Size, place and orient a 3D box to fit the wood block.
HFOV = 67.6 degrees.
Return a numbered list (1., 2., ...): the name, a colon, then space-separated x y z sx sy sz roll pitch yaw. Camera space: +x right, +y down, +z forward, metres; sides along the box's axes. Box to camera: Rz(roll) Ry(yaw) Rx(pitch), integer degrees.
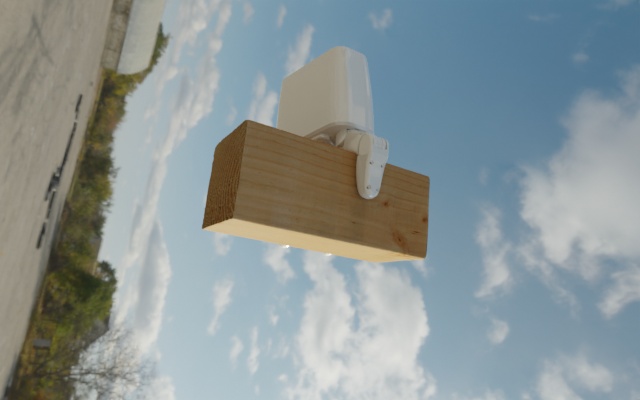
1. wood block: 0.000 0.001 0.478 0.206 0.090 0.091 14 -16 -27
